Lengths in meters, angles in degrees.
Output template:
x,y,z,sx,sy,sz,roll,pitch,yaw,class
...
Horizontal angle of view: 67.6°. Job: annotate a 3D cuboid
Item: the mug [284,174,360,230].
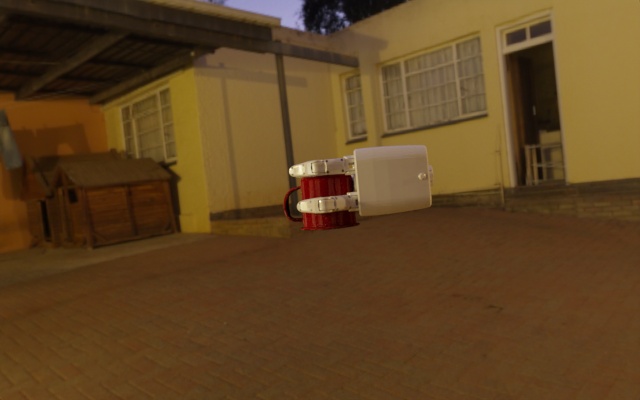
x,y,z,sx,sy,sz,roll,pitch,yaw,class
-0.001,0.002,0.750,0.117,0.081,0.093,-5,1,5,mug
